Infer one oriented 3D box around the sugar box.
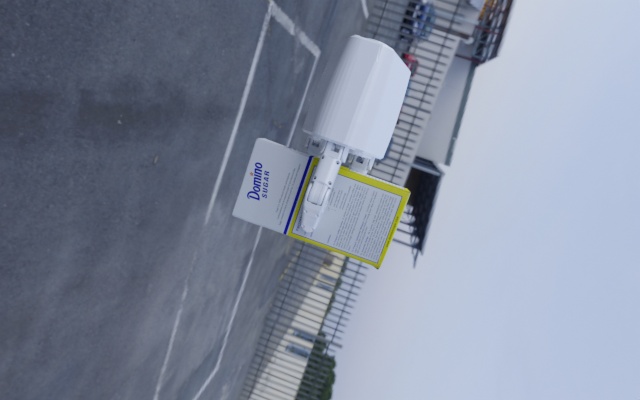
[{"bbox_3d":[0.000,0.002,0.533,0.176,0.093,0.048,21,8,5],"label":"sugar box"}]
